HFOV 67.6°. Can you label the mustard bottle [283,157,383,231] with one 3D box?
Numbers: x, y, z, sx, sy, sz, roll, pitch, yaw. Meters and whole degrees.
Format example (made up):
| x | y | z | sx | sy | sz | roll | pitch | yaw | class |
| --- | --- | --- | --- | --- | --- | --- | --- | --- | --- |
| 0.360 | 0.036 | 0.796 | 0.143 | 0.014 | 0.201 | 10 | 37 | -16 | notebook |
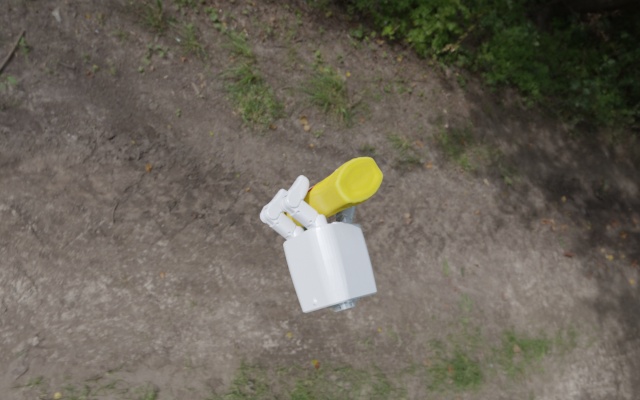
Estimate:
| x | y | z | sx | sy | sz | roll | pitch | yaw | class |
| --- | --- | --- | --- | --- | --- | --- | --- | --- | --- |
| 0.000 | 0.002 | 0.710 | 0.096 | 0.058 | 0.192 | -37 | 5 | -42 | mustard bottle |
